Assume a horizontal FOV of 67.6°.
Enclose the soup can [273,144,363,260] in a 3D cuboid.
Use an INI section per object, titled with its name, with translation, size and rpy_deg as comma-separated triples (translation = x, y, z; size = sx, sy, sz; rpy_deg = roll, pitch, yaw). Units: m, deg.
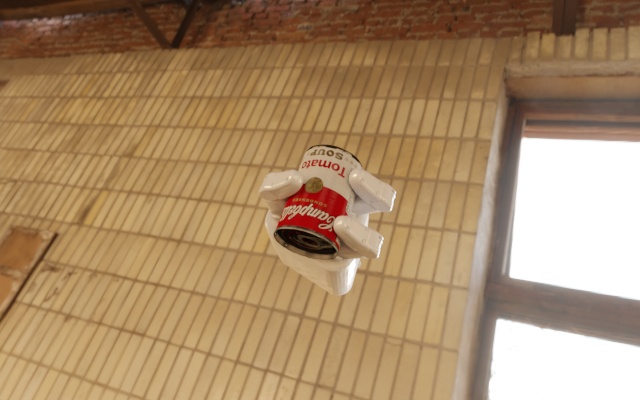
[soup can]
translation = 0.000, 0.001, 0.496
size = 0.068, 0.102, 0.068
rpy_deg = 16, -26, 8
